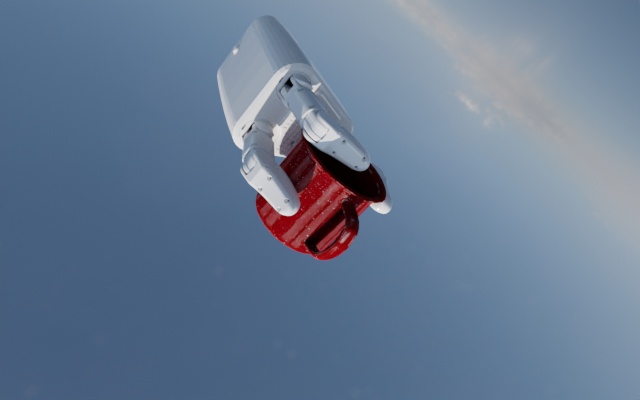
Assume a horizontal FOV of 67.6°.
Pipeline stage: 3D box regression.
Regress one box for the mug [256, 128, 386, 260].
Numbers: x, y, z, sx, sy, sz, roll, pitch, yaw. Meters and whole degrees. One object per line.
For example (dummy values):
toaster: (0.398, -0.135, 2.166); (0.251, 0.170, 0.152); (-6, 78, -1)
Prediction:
mug: (0.000, 0.003, 0.413); (0.093, 0.117, 0.081); (22, -58, -37)
